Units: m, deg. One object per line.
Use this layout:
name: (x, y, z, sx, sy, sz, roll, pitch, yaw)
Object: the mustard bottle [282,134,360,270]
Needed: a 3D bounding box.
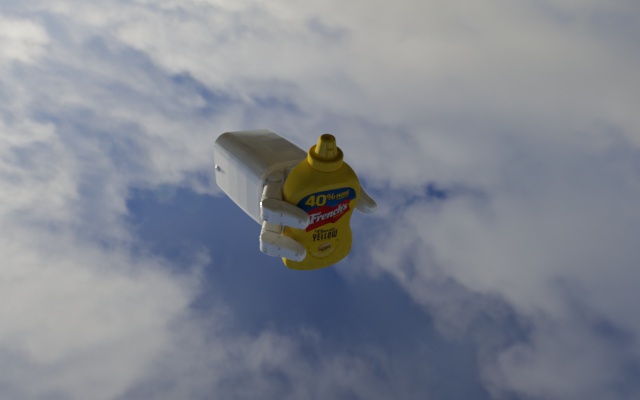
mustard bottle: (0.000, 0.002, 0.591, 0.096, 0.192, 0.058, -10, 43, -18)
